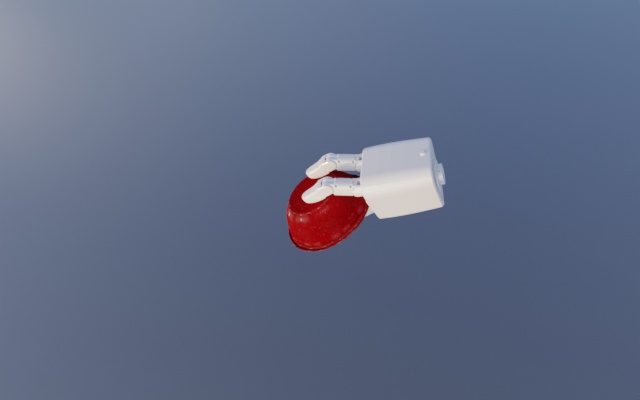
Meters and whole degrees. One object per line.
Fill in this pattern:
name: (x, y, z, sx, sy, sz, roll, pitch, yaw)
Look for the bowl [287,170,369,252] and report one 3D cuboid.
bowl: (-0.001, 0.003, 0.787, 0.162, 0.162, 0.055, 0, -37, 42)
